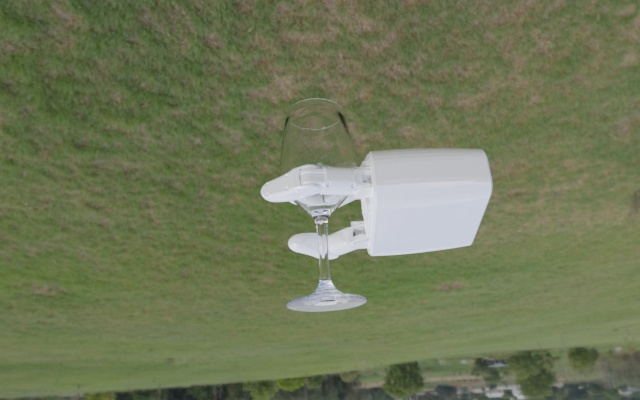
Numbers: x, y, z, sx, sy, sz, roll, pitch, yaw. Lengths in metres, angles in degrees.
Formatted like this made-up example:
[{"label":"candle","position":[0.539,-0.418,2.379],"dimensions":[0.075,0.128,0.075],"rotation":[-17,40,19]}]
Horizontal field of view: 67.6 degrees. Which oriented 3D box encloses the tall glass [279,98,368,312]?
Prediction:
[{"label":"tall glass","position":[0.000,0.002,0.468],"dimensions":[0.079,0.201,0.079],"rotation":[-3,-22,-1]}]
